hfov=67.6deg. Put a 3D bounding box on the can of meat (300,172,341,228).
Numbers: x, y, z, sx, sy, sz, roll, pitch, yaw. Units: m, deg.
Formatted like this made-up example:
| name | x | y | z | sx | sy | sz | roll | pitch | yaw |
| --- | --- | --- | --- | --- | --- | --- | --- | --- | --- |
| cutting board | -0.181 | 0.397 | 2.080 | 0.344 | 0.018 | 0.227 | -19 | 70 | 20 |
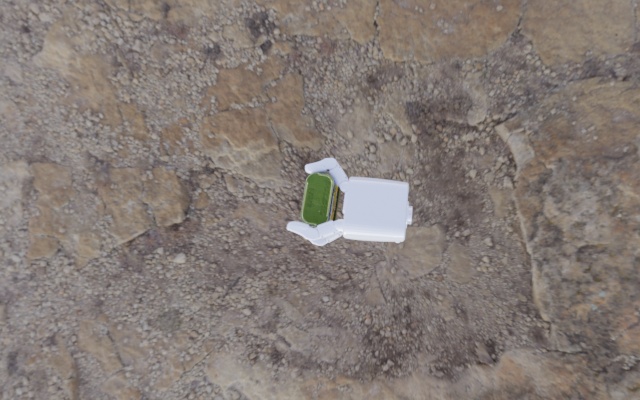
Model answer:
| name | x | y | z | sx | sy | sz | roll | pitch | yaw |
| --- | --- | --- | --- | --- | --- | --- | --- | --- | --- |
| can of meat | 0.000 | 0.003 | 0.883 | 0.057 | 0.102 | 0.084 | 8 | -6 | 9 |
